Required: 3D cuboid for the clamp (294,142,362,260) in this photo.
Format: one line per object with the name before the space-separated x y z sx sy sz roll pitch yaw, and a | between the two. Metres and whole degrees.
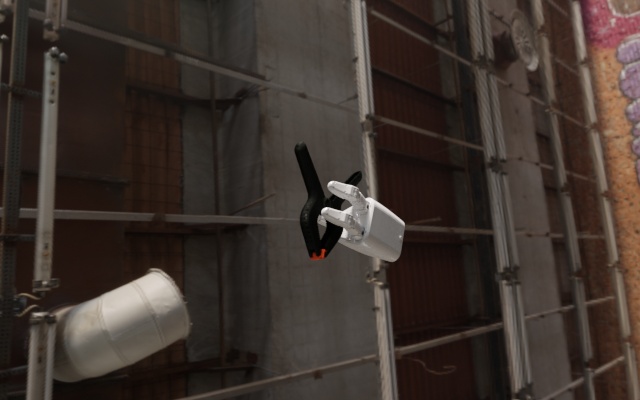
clamp | 0.000 0.004 0.879 0.164 0.210 0.036 30 -29 -32
